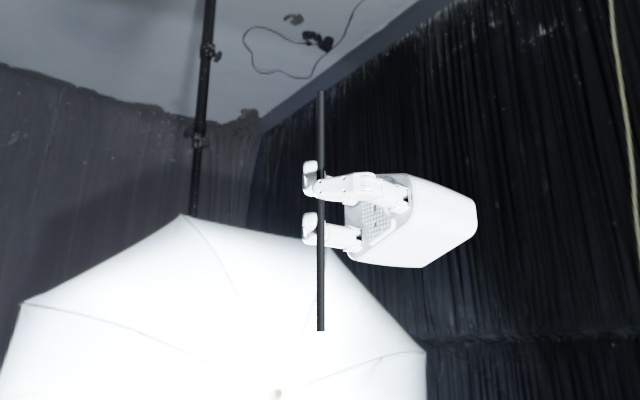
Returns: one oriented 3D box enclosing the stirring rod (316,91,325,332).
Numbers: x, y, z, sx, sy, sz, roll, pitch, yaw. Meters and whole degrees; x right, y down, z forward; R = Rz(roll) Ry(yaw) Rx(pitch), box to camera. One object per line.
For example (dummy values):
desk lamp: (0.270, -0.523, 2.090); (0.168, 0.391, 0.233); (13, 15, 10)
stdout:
stirring rod: (0.000, 0.001, 0.458); (0.011, 0.239, 0.011); (0, -19, 0)
